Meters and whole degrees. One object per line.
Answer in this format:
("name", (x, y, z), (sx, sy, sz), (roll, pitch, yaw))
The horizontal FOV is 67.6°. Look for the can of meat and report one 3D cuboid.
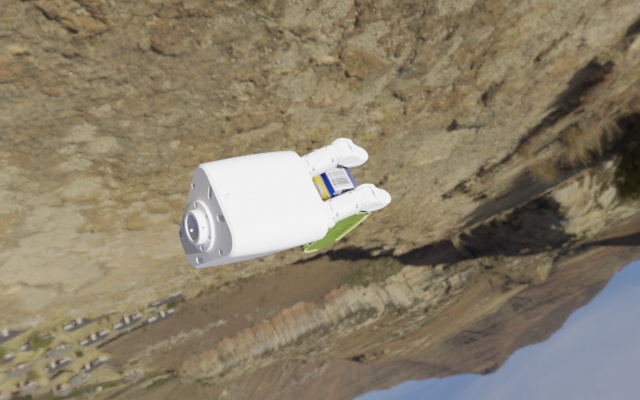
("can of meat", (0.000, 0.002, 0.549), (0.057, 0.084, 0.102), (-9, -24, -42))
